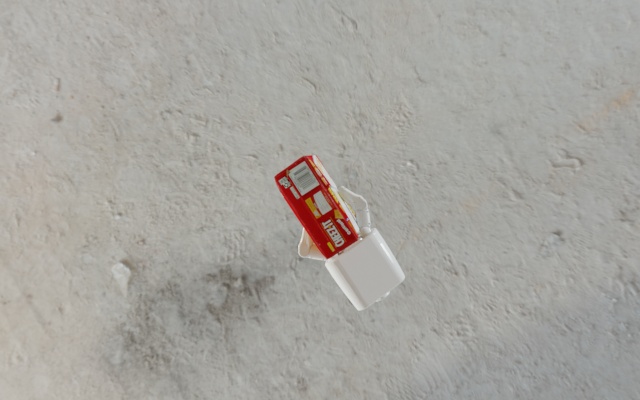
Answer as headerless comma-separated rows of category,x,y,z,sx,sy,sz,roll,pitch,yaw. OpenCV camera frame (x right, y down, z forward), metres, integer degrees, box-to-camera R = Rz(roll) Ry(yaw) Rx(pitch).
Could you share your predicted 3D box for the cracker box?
cracker box,0.000,0.003,0.868,0.072,0.164,0.213,-33,2,7
